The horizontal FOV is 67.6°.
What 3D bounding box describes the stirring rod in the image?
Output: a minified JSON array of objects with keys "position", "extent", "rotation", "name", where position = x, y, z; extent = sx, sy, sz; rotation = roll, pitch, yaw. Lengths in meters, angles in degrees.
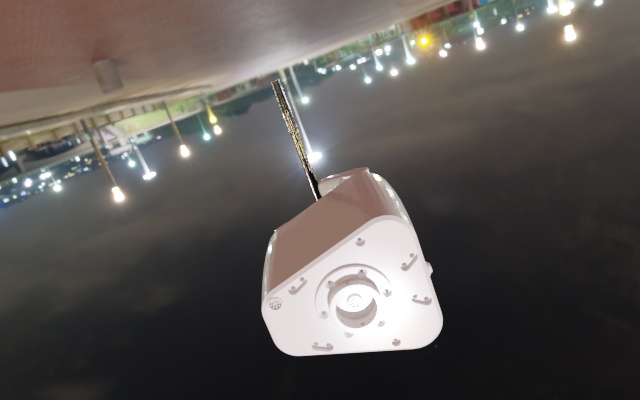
[{"position":[0.000,0.001,0.457],"extent":[0.011,0.239,0.011],"rotation":[-19,15,5],"name":"stirring rod"}]
